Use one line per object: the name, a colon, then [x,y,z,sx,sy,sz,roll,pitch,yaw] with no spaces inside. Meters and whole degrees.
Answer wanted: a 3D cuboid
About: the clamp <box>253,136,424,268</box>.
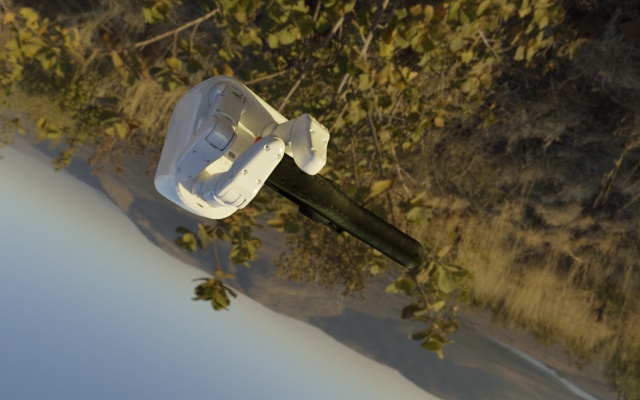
clamp: [0.000,0.002,0.414,0.171,0.039,0.120,36,-14,-27]
